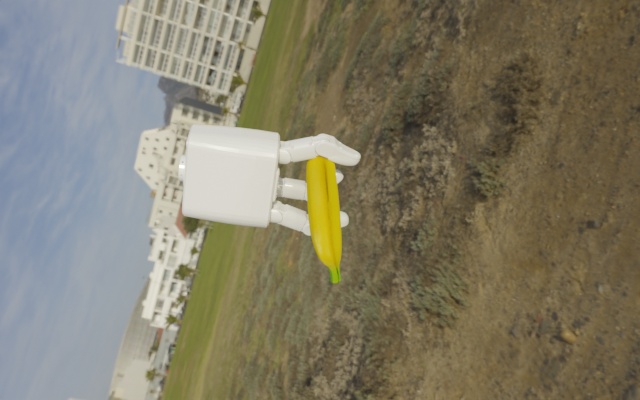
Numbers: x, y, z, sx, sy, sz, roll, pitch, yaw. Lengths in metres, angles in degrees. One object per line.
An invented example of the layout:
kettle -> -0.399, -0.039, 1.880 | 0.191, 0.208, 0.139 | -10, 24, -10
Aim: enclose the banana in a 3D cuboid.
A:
banana -> 0.001, -0.004, 0.574 | 0.037, 0.197, 0.070 | -1, -29, -5
